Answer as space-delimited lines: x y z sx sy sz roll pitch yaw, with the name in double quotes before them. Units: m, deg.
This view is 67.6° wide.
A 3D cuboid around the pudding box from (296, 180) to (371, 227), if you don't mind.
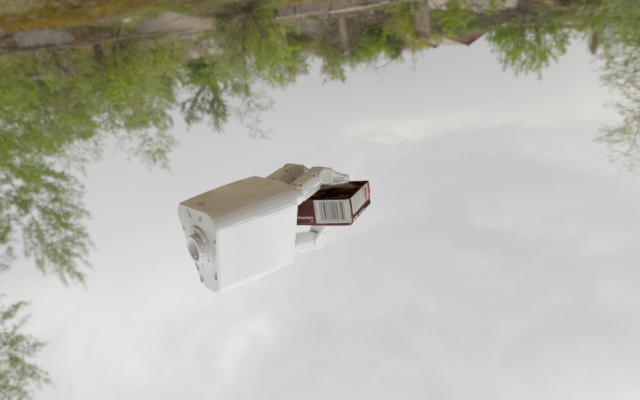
"pudding box" 0.000 0.002 0.624 0.113 0.039 0.090 1 18 21
